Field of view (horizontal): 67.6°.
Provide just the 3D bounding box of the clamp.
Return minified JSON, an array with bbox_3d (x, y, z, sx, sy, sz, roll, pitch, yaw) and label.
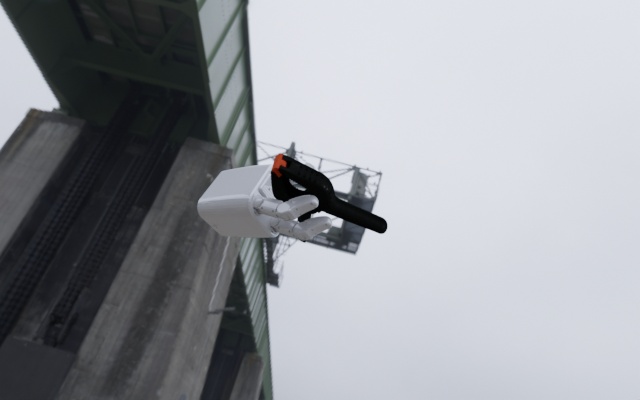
[{"bbox_3d":[0.000,0.001,0.723,0.164,0.036,0.210,-6,-37,25],"label":"clamp"}]
